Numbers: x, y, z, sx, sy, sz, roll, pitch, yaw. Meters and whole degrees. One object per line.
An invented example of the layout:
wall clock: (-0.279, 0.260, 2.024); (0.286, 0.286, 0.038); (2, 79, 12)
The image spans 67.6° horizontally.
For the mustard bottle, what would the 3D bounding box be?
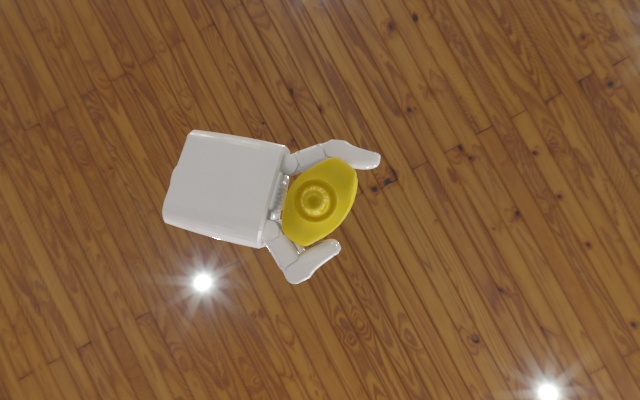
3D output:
mustard bottle: (0.000, 0.002, 0.499); (0.058, 0.096, 0.191); (37, 1, 4)
